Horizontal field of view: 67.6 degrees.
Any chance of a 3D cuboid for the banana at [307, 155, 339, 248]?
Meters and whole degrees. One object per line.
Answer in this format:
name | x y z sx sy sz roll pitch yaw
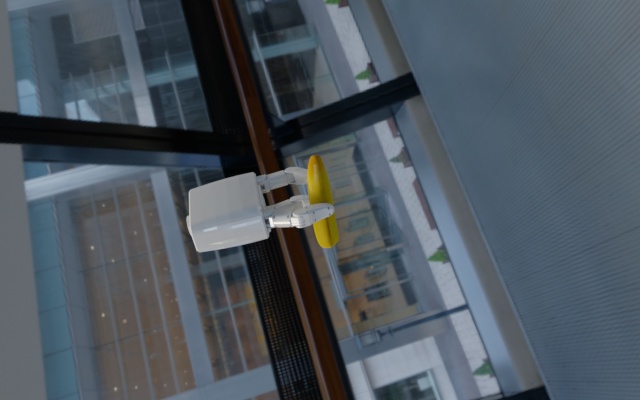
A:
banana | 0.004 0.019 0.742 0.037 0.069 0.198 -12 -39 -1
